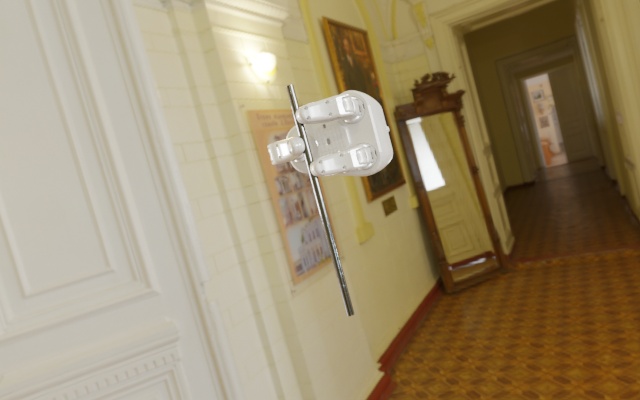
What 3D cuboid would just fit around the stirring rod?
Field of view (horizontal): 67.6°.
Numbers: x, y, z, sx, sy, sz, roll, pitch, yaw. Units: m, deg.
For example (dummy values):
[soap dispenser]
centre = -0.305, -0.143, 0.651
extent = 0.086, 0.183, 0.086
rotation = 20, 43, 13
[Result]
[stirring rod]
centre = 0.000, 0.002, 0.483
extent = 0.011, 0.239, 0.011
rotation = -15, 3, 1
